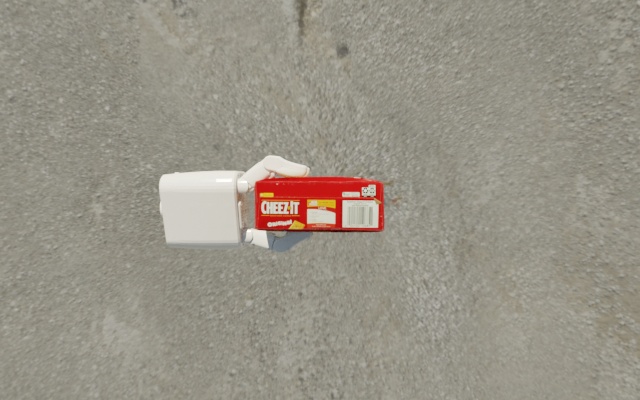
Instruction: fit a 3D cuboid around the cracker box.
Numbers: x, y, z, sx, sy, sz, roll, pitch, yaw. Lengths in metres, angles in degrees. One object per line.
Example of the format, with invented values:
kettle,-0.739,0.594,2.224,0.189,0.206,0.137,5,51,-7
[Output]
cracker box,0.000,0.002,0.697,0.164,0.072,0.213,0,2,1
